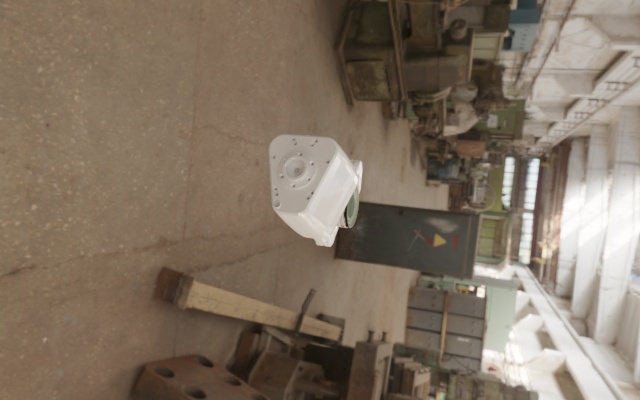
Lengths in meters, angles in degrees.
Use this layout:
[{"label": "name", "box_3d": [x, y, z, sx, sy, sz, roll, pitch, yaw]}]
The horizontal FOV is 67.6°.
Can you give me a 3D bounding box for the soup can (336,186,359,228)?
[{"label": "soup can", "box_3d": [0.001, 0.003, 0.714, 0.102, 0.068, 0.068, 6, 2, 18]}]
